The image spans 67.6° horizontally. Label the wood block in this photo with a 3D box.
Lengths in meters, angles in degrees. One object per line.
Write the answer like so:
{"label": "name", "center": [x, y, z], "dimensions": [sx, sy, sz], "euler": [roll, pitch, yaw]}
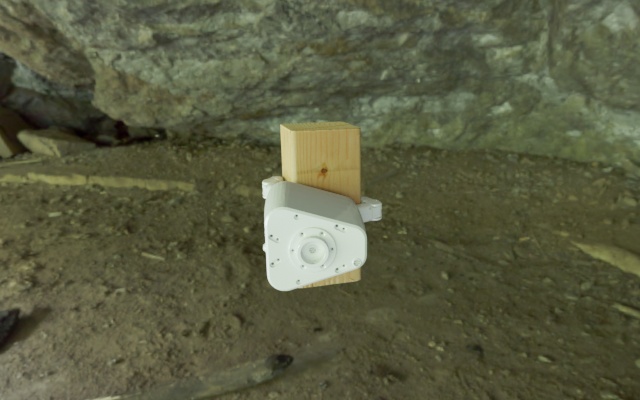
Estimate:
{"label": "wood block", "center": [0.000, 0.002, 0.648], "dimensions": [0.091, 0.206, 0.090], "euler": [-5, 15, -13]}
